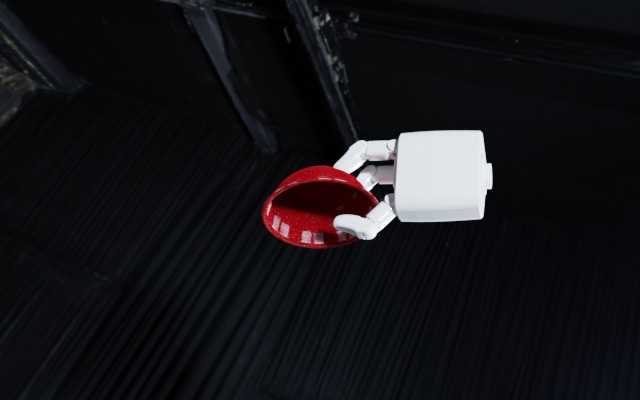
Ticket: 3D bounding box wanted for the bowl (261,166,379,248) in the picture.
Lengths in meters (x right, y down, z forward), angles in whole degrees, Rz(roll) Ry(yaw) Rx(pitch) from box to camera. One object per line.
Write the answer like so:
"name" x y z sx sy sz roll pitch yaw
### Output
"bowl" -0.001 0.002 0.664 0.162 0.055 0.162 -1 -37 -1
